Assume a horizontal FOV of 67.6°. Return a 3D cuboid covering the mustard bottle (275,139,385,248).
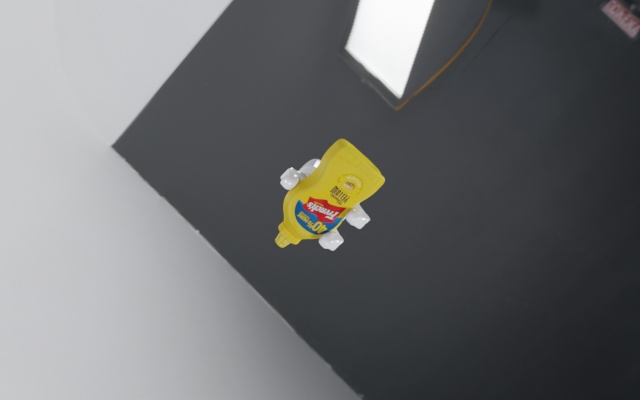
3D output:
[{"bbox_3d":[0.000,0.002,0.734,0.096,0.192,0.058,37,16,-30],"label":"mustard bottle"}]
